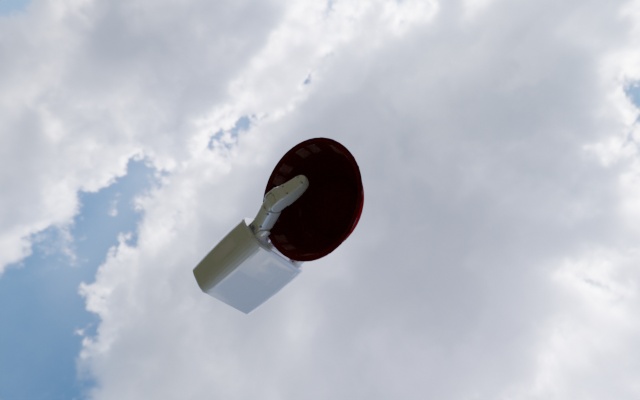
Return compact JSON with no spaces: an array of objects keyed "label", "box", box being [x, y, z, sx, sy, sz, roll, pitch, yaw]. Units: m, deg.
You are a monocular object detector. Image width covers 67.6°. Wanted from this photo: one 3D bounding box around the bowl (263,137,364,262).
[{"label":"bowl","box":[0.001,0.001,0.625,0.162,0.162,0.055,0,-11,39]}]
